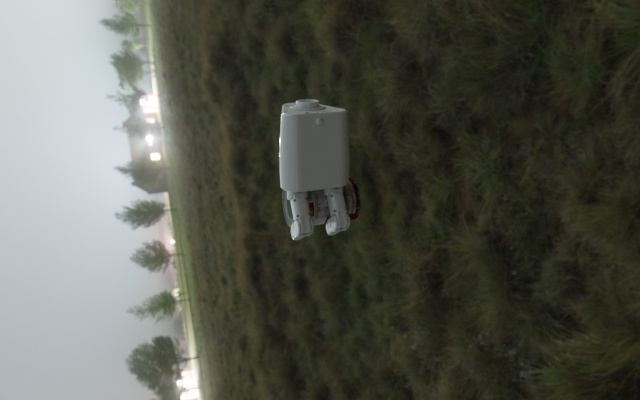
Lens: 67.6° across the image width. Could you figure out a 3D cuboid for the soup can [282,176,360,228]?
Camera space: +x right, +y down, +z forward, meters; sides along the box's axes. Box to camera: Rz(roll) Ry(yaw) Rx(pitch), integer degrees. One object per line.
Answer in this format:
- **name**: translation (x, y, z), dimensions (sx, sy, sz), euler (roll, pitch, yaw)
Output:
- **soup can**: translation (0.000, 0.003, 0.717), dimensions (0.102, 0.068, 0.068), euler (-7, 2, -19)
